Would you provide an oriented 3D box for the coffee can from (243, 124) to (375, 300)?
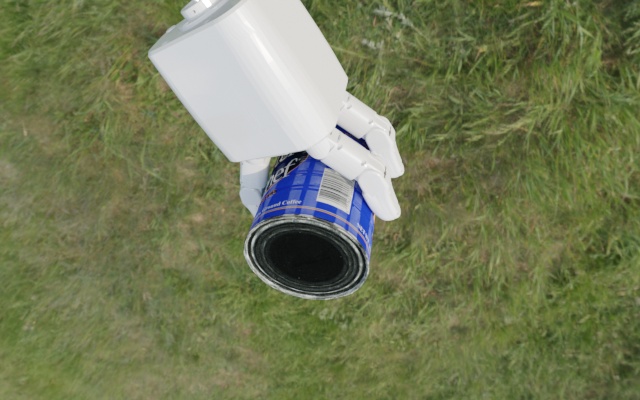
[{"bbox_3d":[0.000,0.001,0.429,0.103,0.103,0.140,0,43,14],"label":"coffee can"}]
